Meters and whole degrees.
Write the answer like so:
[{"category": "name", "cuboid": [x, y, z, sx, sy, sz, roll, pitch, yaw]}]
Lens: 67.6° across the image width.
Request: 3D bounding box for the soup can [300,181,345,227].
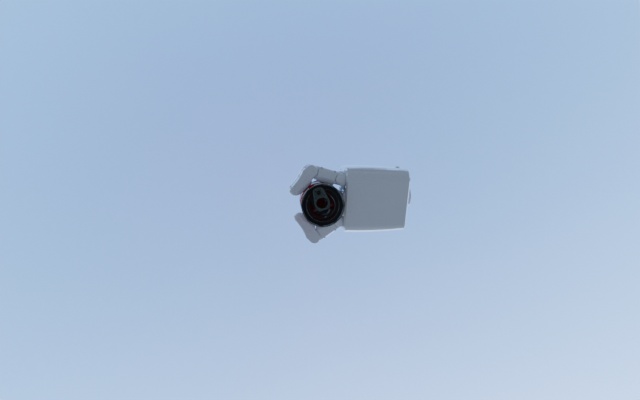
[{"category": "soup can", "cuboid": [0.000, 0.003, 0.787, 0.068, 0.068, 0.102, 0, 6, -4]}]
